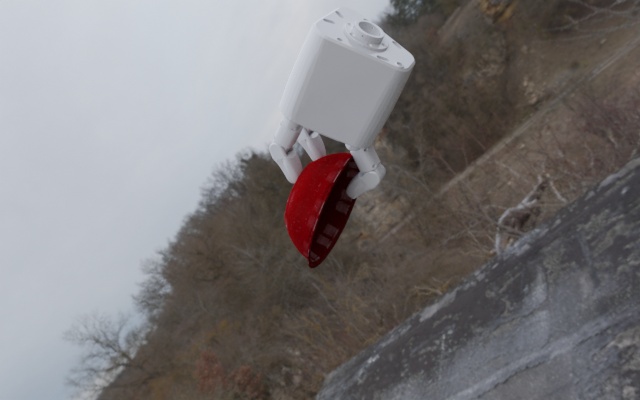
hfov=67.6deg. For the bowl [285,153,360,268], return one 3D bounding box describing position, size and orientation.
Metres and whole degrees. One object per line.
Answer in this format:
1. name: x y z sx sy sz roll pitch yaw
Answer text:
1. bowl: -0.001 0.003 0.610 0.055 0.162 0.162 23 6 15
